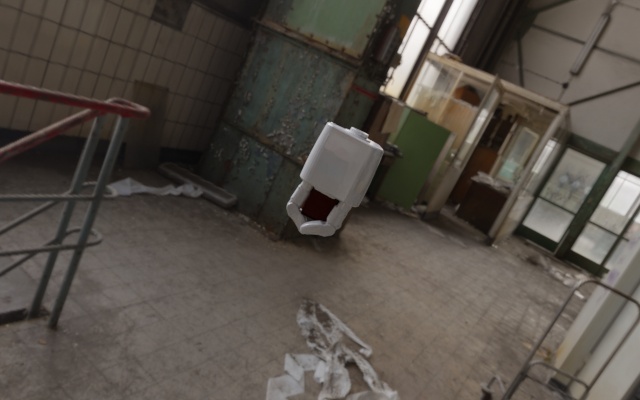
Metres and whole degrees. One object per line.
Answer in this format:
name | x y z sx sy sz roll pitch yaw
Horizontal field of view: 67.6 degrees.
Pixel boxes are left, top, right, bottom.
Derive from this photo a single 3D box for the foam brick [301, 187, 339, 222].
foam brick | 0.000 0.003 0.856 0.053 0.051 0.078 26 13 -6
